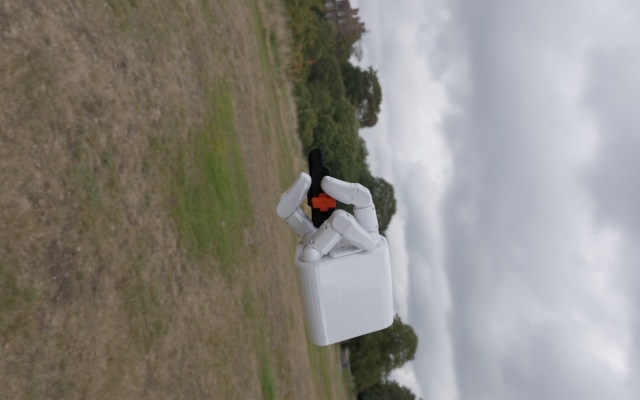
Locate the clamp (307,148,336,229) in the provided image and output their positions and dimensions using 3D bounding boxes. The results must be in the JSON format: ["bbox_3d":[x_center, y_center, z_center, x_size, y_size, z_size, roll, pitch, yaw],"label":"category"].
[{"bbox_3d":[0.001,0.002,0.638,0.039,0.120,0.171,-8,16,2],"label":"clamp"}]
